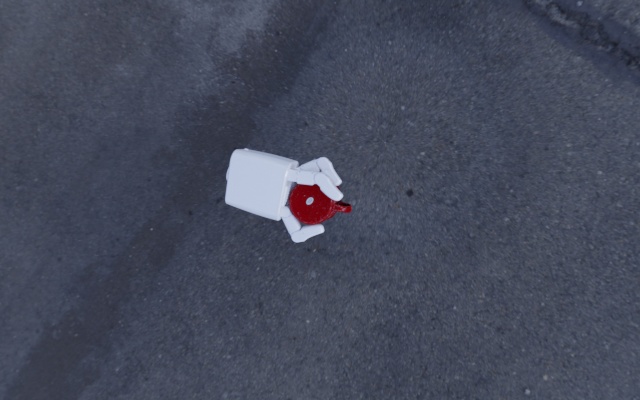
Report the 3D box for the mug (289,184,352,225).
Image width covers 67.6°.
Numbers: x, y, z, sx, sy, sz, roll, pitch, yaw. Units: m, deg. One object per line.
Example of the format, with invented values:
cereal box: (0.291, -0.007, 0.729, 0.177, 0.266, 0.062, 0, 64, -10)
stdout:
mug: (0.001, 0.003, 0.881, 0.117, 0.093, 0.081, 17, 9, 7)
